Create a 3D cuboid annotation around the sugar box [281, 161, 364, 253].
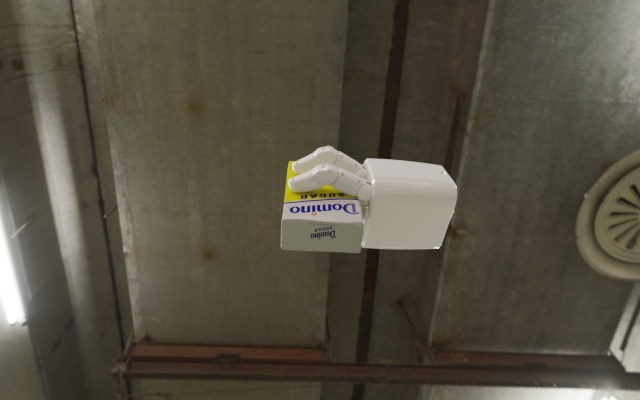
[{"bbox_3d":[0.000,0.001,0.607,0.093,0.048,0.176,3,24,-3],"label":"sugar box"}]
